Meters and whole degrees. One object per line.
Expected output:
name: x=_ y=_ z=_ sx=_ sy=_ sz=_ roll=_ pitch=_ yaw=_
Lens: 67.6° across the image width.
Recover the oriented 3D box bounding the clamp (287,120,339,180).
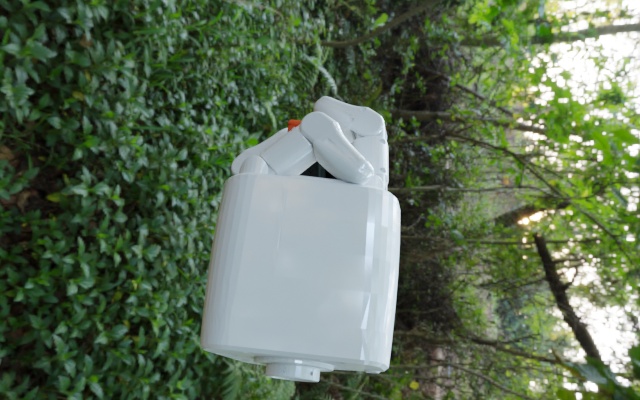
clamp: x=0.001 y=0.001 z=0.414 sx=0.039 sy=0.120 sz=0.171 roll=-1 pitch=-24 yaw=14
